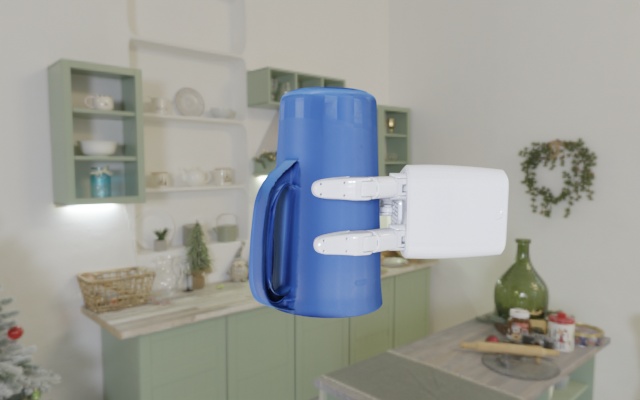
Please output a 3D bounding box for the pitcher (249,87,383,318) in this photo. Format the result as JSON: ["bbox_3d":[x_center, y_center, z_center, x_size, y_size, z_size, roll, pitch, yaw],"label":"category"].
[{"bbox_3d":[0.000,0.002,0.533,0.145,0.243,0.149,1,4,-2],"label":"pitcher"}]
